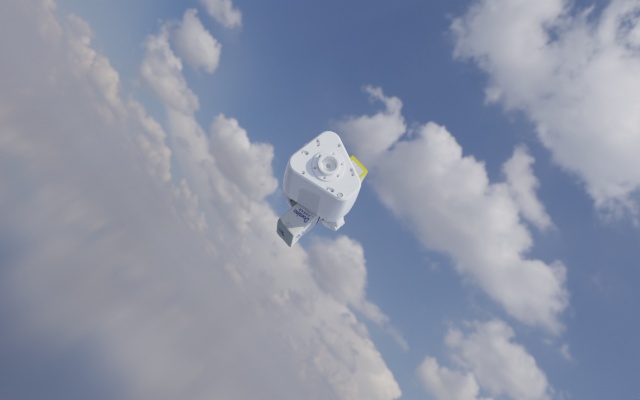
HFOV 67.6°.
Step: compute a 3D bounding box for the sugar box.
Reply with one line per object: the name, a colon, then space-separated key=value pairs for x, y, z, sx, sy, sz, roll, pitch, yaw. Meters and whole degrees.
sugar box: x=0.000 y=0.002 z=0.842 sx=0.176 sy=0.048 sz=0.093 roll=-39 pitch=-9 yaw=-17
